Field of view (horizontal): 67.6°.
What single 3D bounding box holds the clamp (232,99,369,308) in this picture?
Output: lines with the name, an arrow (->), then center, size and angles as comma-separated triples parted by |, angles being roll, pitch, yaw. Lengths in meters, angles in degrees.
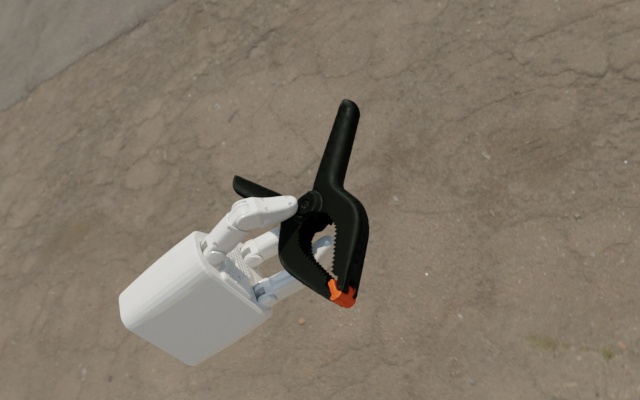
clamp -> 0.000, 0.002, 0.460 | 0.164, 0.209, 0.036 | -39, -42, 13
